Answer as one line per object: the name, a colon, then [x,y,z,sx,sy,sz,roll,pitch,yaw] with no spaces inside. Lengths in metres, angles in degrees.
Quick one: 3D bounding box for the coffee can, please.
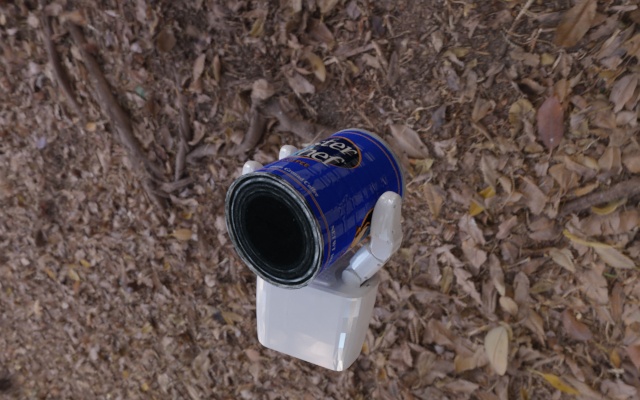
coffee can: [0.000,0.001,0.431,0.103,0.103,0.140,0,20,38]
